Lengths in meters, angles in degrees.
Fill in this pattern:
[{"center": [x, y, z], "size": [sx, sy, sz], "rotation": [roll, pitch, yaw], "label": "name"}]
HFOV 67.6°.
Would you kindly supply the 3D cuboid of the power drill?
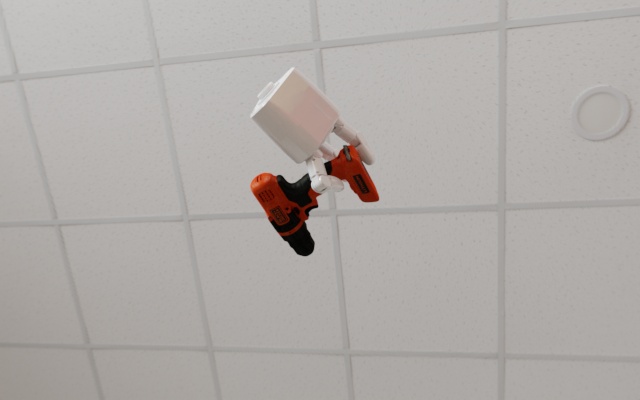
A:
[{"center": [0.000, 0.002, 0.809], "size": [0.187, 0.184, 0.057], "rotation": [-26, 36, 8], "label": "power drill"}]
